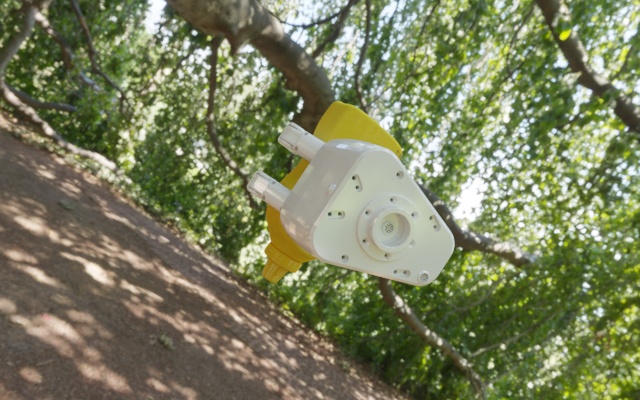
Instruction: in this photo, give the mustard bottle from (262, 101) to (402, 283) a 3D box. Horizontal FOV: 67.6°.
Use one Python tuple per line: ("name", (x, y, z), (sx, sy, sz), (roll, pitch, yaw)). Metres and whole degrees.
("mustard bottle", (0.000, 0.001, 0.493), (0.096, 0.191, 0.058), (34, -1, -40))
